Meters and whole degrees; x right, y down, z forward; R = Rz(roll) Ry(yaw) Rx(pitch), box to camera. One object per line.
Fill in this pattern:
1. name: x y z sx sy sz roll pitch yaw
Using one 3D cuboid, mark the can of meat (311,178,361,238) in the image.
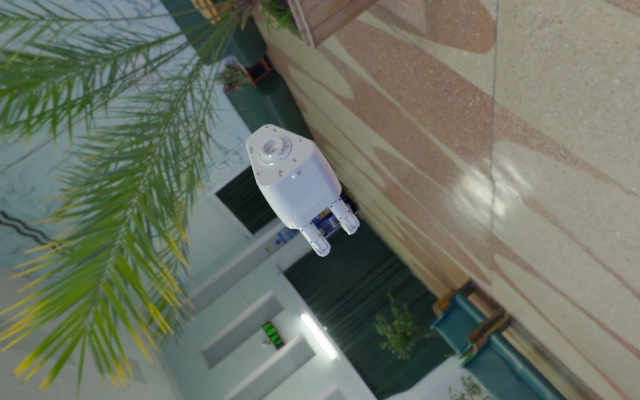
1. can of meat: 0.000 0.003 0.757 0.102 0.084 0.057 48 -6 34
